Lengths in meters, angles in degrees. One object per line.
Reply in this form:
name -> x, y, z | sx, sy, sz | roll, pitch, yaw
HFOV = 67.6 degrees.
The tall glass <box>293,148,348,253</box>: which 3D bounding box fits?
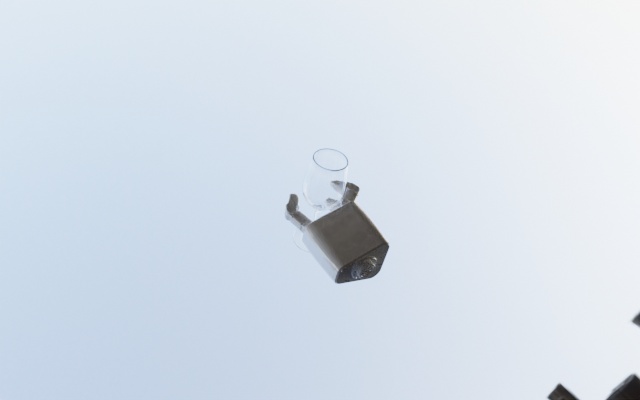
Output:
tall glass -> 0.000, 0.003, 0.875 | 0.079, 0.201, 0.079 | 7, 41, -6
